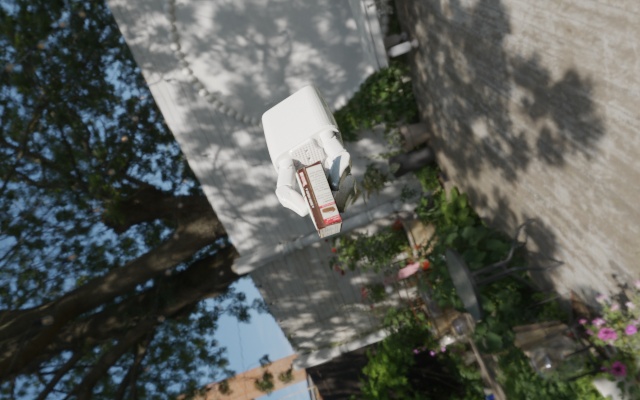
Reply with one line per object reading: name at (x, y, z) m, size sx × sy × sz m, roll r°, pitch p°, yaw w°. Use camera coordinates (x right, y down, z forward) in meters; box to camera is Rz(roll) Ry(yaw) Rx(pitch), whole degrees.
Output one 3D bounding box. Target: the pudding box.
pudding box at (0.000, 0.002, 0.675) m, size 0.039 × 0.090 × 0.113 m, roll -21°, pitch -9°, yaw 0°
